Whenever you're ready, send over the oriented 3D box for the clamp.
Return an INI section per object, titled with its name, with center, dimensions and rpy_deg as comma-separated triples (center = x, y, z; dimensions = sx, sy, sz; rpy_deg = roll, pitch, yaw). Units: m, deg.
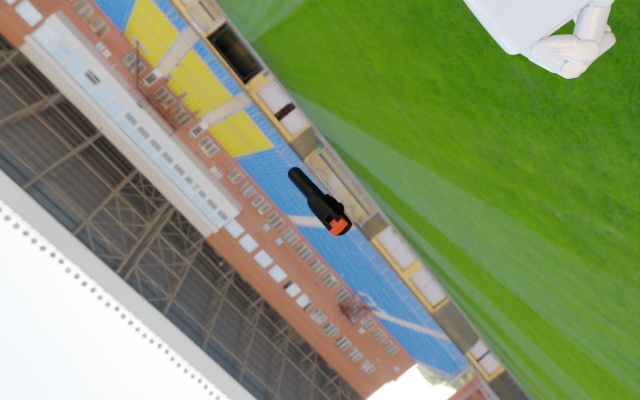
[clamp]
center = 0.000, 0.003, 0.734
dimensions = 0.120, 0.039, 0.171
rpy_deg = 34, 7, -13
